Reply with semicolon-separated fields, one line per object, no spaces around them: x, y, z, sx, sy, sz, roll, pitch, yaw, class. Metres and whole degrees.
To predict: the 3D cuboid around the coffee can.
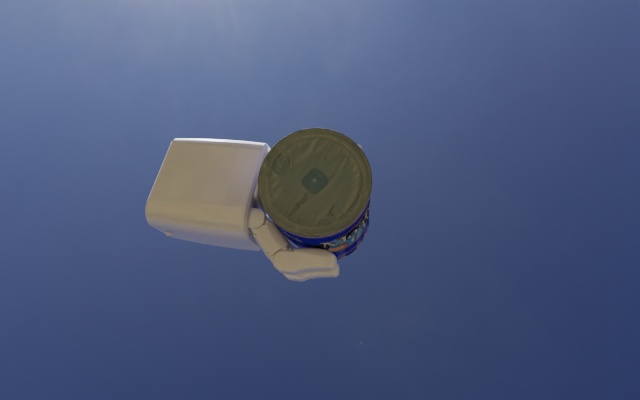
0.000;0.002;0.489;0.103;0.102;0.140;0;-16;5;coffee can
